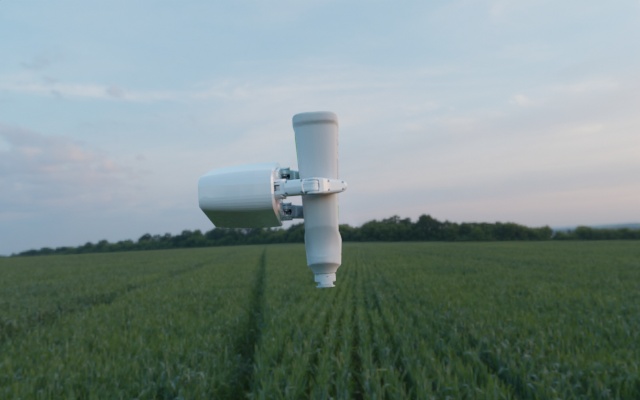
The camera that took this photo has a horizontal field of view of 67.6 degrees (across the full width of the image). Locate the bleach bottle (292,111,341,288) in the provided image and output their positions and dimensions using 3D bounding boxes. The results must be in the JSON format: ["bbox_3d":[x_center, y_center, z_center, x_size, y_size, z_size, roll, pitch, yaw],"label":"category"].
[{"bbox_3d":[0.000,0.002,0.709,0.068,0.251,0.102,-4,-5,4],"label":"bleach bottle"}]
